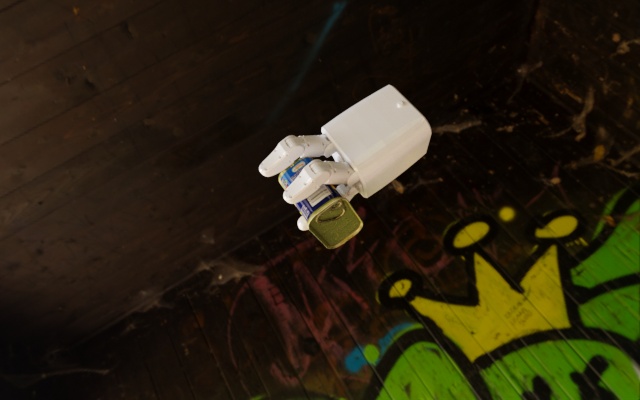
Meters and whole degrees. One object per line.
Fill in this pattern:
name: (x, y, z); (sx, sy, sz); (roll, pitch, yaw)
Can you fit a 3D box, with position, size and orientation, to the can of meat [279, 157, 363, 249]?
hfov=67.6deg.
can of meat: (0.000, 0.002, 0.603); (0.057, 0.084, 0.102); (-37, -31, 2)
